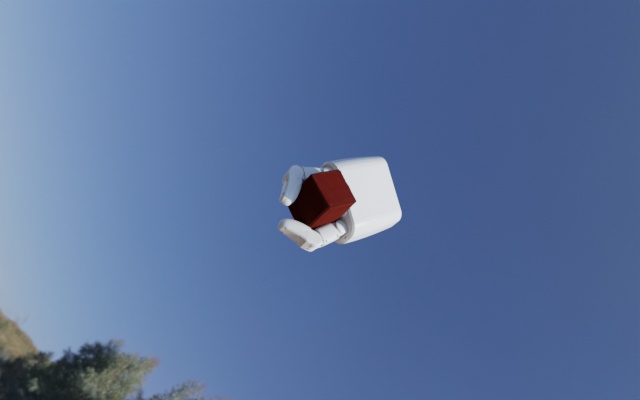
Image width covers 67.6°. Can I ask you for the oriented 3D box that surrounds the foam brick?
[{"bbox_3d":[0.000,0.002,0.640,0.051,0.053,0.078,-12,-22,-38],"label":"foam brick"}]
